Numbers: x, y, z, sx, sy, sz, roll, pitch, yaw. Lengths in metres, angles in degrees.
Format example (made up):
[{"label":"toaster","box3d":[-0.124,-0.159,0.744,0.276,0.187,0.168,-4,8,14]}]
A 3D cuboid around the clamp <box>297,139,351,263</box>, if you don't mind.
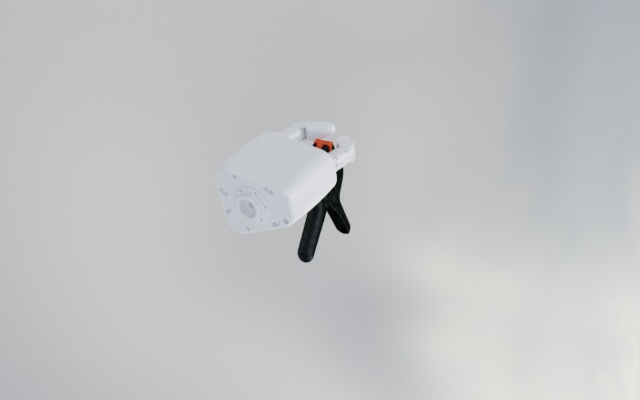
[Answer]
[{"label":"clamp","box3d":[0.001,0.002,0.679,0.039,0.171,0.120,7,32,28]}]
